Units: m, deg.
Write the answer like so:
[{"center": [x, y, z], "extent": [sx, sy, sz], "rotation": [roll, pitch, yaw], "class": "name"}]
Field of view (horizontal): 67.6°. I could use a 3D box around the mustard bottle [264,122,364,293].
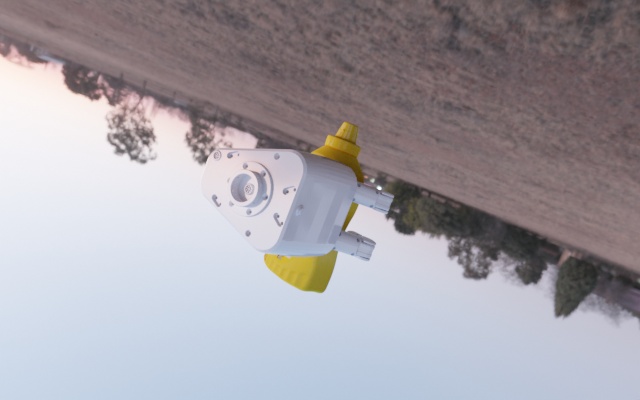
[{"center": [0.000, 0.002, 0.551], "extent": [0.058, 0.191, 0.096], "rotation": [17, 7, -38], "class": "mustard bottle"}]
